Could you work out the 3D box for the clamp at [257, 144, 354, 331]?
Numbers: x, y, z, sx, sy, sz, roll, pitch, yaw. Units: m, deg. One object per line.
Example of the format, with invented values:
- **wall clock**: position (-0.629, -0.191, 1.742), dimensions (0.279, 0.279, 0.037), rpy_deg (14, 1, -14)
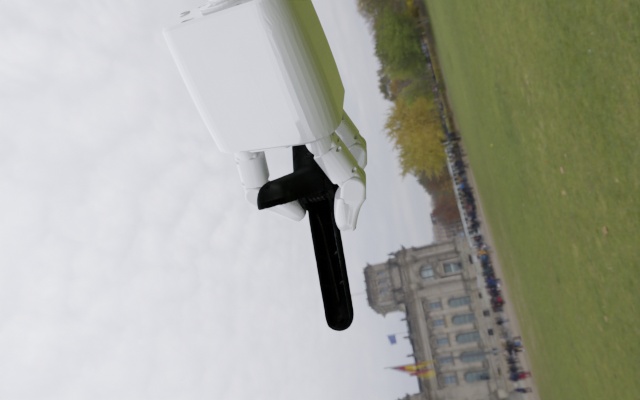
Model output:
- **clamp**: position (-0.001, 0.001, 0.441), dimensions (0.036, 0.165, 0.209), rpy_deg (-12, 33, 15)
